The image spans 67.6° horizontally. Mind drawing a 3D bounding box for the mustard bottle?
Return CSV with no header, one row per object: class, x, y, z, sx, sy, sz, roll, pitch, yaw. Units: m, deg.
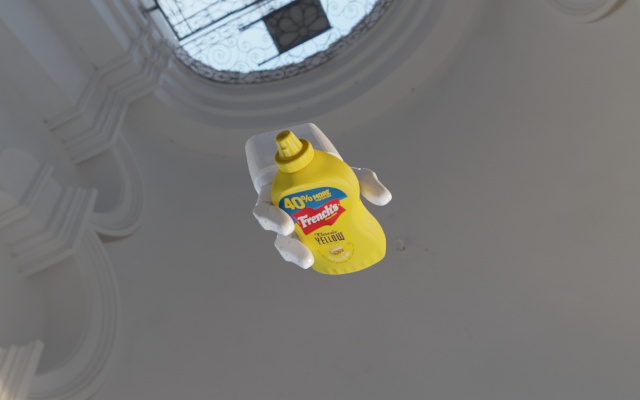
mustard bottle,0.000,0.002,0.533,0.096,0.192,0.058,-13,39,21
